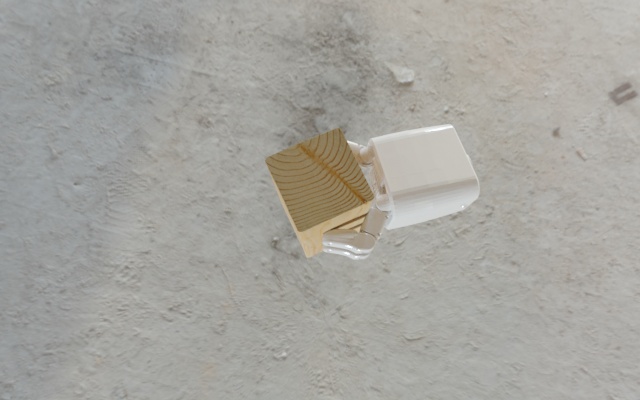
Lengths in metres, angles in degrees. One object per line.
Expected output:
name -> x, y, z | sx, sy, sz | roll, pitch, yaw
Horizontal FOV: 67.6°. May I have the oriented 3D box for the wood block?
wood block -> 0.000, 0.001, 0.596 | 0.090, 0.090, 0.206 | -24, -13, -5
